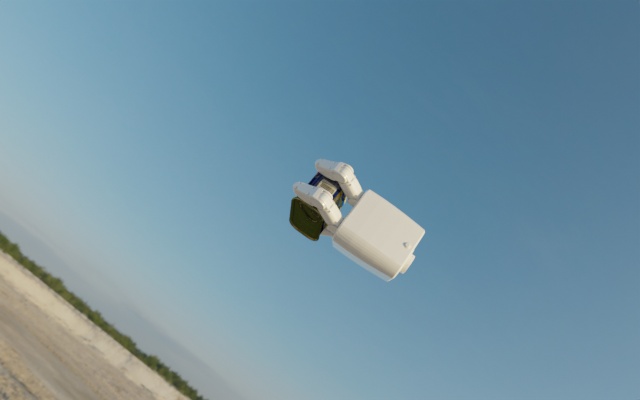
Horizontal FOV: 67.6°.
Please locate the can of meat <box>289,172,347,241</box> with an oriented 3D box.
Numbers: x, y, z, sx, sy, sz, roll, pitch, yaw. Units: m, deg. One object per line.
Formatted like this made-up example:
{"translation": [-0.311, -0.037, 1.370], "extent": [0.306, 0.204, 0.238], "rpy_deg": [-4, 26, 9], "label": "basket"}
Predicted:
{"translation": [0.000, 0.002, 0.744], "extent": [0.057, 0.084, 0.102], "rpy_deg": [34, -27, 12], "label": "can of meat"}
